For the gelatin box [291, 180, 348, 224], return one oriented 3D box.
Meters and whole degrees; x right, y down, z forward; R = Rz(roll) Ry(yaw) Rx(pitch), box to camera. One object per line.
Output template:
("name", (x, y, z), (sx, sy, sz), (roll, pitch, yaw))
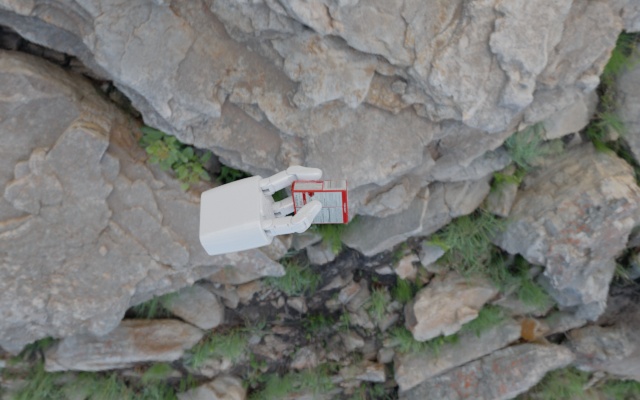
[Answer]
("gelatin box", (0.000, 0.003, 0.778), (0.089, 0.073, 0.030), (-1, 41, 5))
